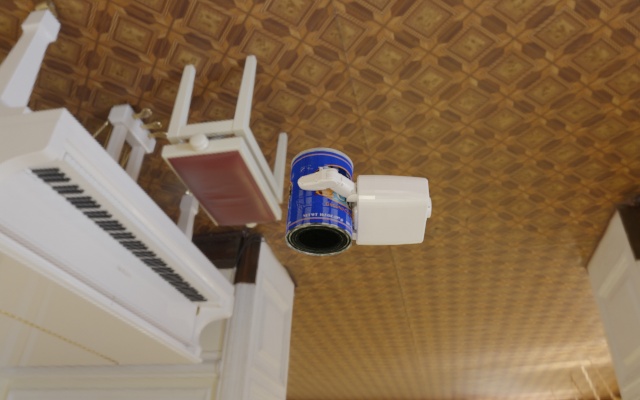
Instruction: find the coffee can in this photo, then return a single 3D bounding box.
[{"bbox_3d":[0.000,0.002,0.754,0.103,0.140,0.103,2,-32,1],"label":"coffee can"}]
